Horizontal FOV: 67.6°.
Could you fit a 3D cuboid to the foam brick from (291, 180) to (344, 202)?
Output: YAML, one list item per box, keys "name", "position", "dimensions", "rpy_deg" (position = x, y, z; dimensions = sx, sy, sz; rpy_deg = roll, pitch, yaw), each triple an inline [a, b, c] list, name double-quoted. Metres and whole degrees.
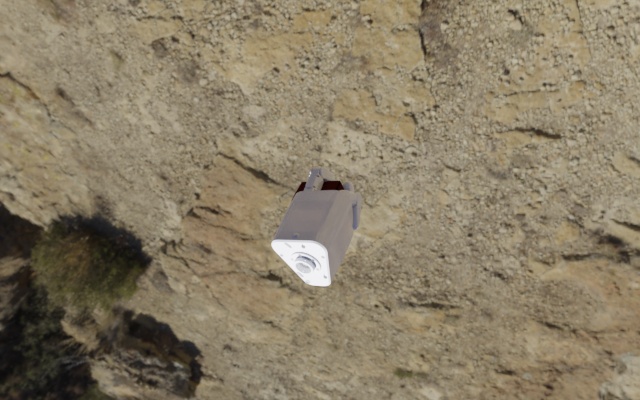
- name: "foam brick"
  position: [0.000, 0.003, 0.802]
  dimensions: [0.078, 0.053, 0.051]
  rpy_deg: [-1, 43, 30]
